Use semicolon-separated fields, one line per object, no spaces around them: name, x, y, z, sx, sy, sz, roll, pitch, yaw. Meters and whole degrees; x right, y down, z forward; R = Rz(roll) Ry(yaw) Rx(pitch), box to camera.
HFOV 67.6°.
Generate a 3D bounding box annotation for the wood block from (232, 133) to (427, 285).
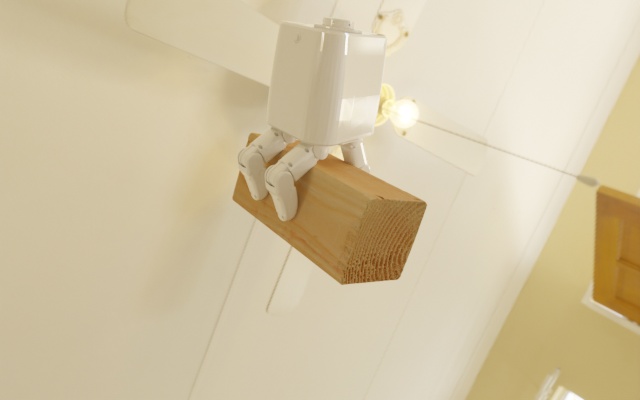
wood block;0.000;0.001;0.527;0.091;0.090;0.206;3;20;-42
